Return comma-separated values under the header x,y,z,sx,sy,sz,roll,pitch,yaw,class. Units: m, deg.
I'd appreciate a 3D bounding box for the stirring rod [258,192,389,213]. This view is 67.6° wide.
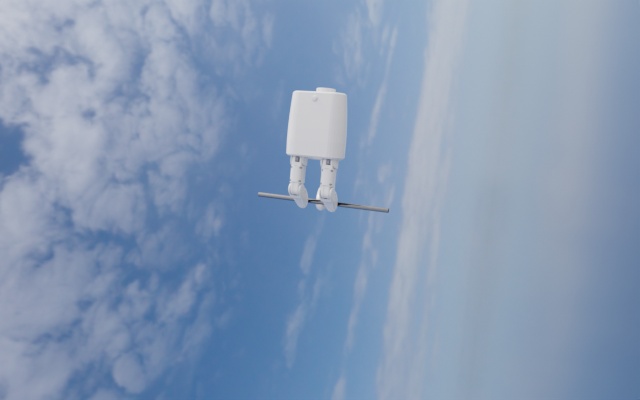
x,y,z,sx,sy,sz,roll,pitch,yaw,class
0.000,0.003,0.830,0.239,0.011,0.011,7,2,20,stirring rod
